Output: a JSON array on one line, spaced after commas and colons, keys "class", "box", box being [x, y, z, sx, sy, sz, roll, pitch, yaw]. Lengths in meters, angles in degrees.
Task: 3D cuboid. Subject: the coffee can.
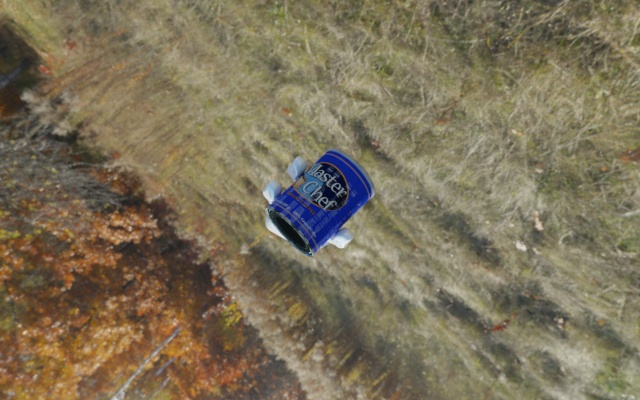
[{"class": "coffee can", "box": [0.000, 0.002, 0.737, 0.140, 0.103, 0.103, -44, 16, -17]}]
